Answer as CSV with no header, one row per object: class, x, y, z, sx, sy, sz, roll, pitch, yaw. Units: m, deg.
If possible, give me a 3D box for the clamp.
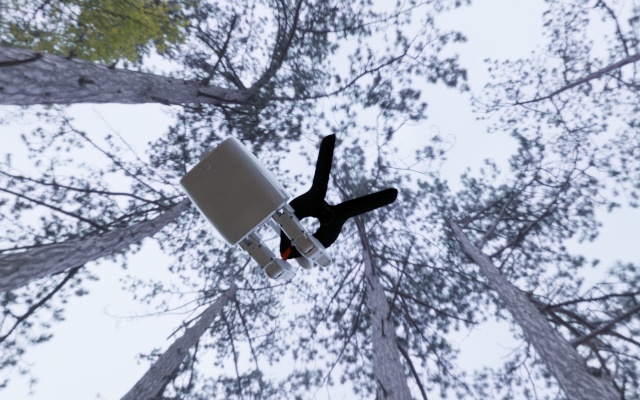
clamp,0.000,0.002,0.610,0.171,0.120,0.039,-40,8,6
